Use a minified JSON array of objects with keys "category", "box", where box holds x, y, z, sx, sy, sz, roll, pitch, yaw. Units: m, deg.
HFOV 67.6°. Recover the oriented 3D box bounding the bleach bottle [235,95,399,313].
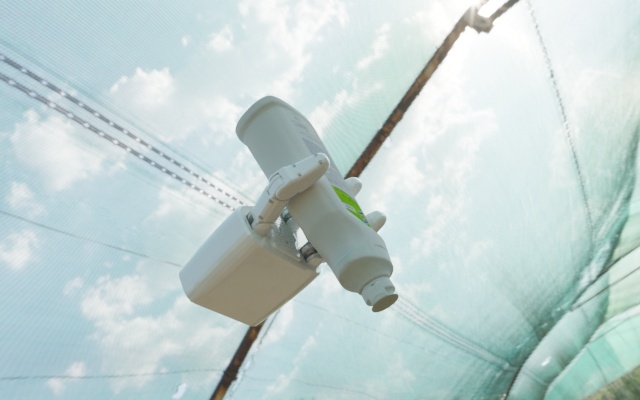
[{"category":"bleach bottle","box":[0.000,0.002,0.493,0.068,0.250,0.102,-43,-36,17]}]
